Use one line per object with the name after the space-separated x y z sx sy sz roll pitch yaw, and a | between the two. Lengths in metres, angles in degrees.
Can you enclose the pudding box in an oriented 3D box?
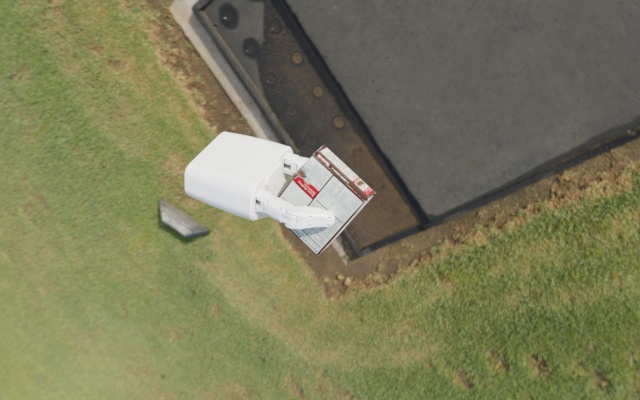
0.000 0.002 0.604 0.113 0.090 0.039 -50 -5 35 | pudding box
